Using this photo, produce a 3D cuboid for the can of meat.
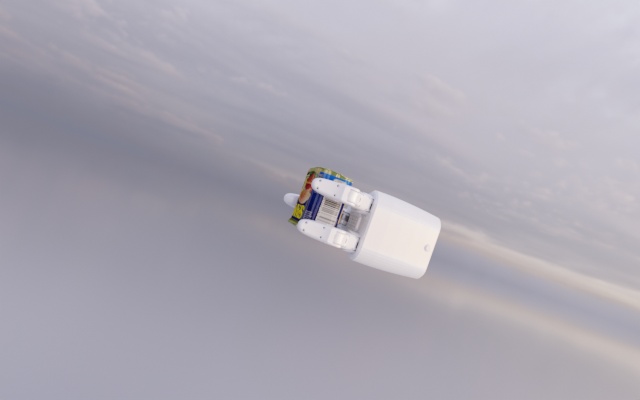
[{"bbox_3d":[0.000,0.002,0.658,0.057,0.084,0.102,20,-2,-12],"label":"can of meat"}]
